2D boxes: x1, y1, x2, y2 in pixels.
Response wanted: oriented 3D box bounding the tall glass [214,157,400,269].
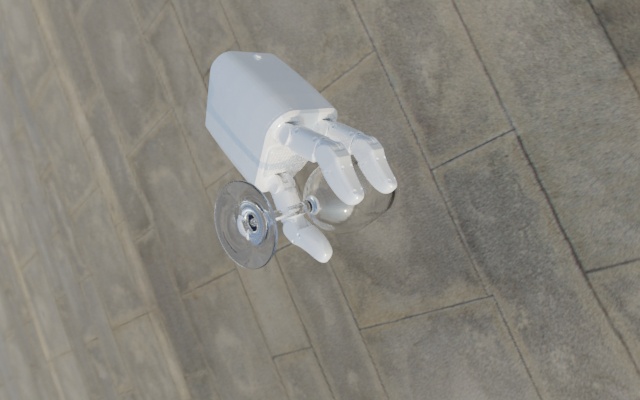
[{"bbox_3d":[0.000,0.002,0.462,0.079,0.079,0.201,0,10,40],"label":"tall glass"}]
